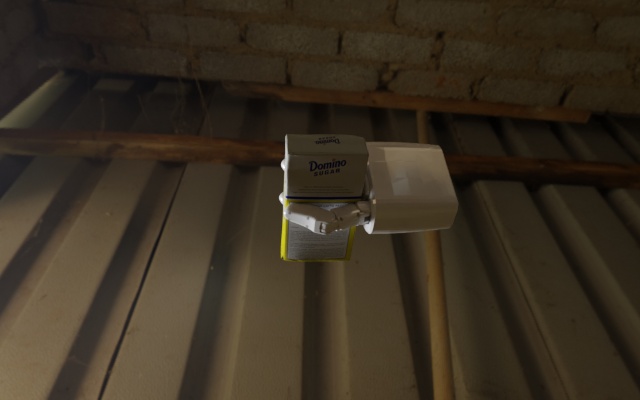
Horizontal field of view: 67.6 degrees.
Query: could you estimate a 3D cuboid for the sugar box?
[{"bbox_3d":[0.000,0.002,0.587,0.093,0.176,0.048,1,39,-7],"label":"sugar box"}]
